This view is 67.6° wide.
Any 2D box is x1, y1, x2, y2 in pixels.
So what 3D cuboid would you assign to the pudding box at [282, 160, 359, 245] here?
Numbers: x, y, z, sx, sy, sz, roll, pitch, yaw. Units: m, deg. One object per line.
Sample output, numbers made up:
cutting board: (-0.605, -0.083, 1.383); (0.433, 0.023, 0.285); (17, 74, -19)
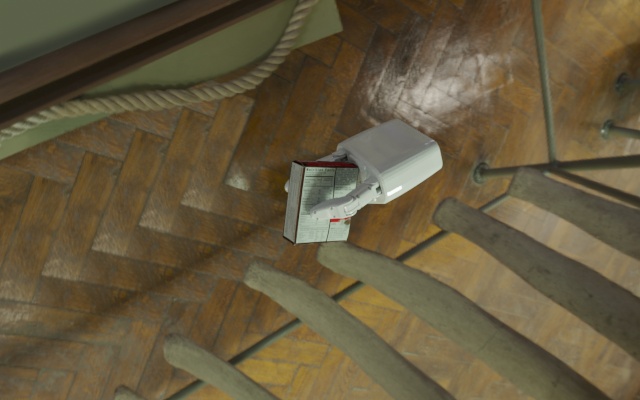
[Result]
pudding box: (0.000, 0.002, 0.655); (0.090, 0.113, 0.039); (0, 15, -31)
